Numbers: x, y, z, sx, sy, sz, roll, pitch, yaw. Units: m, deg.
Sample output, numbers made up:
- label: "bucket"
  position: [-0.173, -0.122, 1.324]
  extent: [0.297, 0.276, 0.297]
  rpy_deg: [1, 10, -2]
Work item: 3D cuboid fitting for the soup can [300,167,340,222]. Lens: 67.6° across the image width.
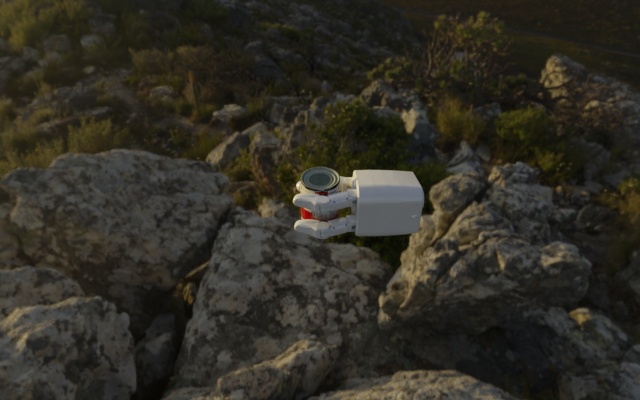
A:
- label: "soup can"
  position: [0.000, 0.002, 0.812]
  extent: [0.068, 0.102, 0.068]
  rpy_deg: [0, 39, 0]
